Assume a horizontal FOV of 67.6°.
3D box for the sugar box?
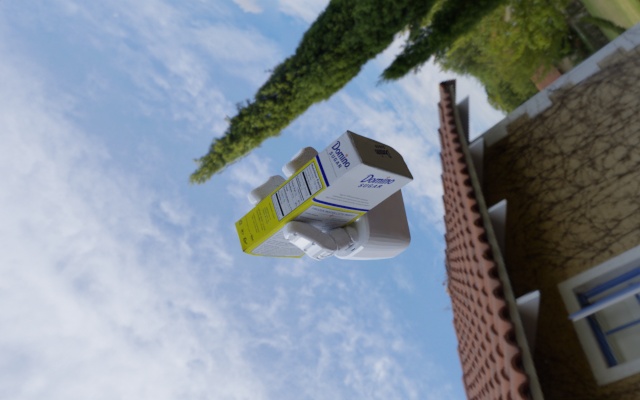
[{"bbox_3d":[0.000,0.001,0.503,0.176,0.048,0.093,-39,-31,29],"label":"sugar box"}]
